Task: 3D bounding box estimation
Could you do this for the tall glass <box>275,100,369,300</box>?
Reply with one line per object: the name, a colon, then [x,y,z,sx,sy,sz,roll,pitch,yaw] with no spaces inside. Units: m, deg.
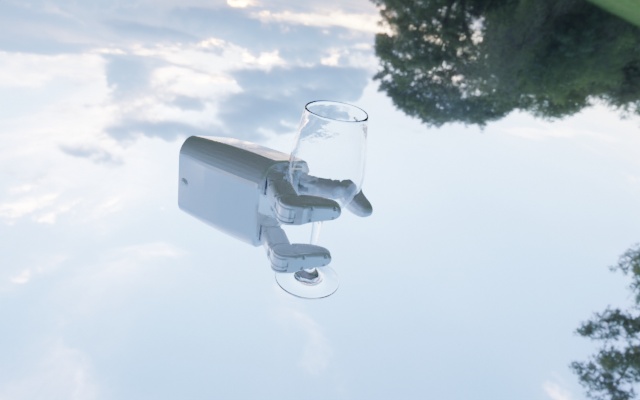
tall glass: [0.000,0.002,0.498,0.079,0.201,0.079,8,28,-4]
